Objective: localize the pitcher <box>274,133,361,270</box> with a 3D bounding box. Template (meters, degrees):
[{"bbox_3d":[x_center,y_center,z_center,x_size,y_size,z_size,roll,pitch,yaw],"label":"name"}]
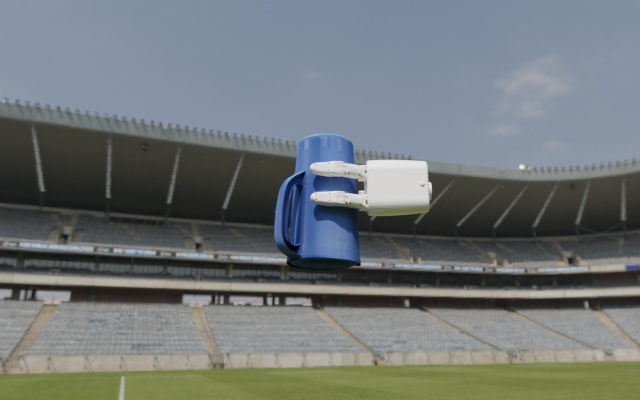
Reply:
[{"bbox_3d":[0.000,0.003,0.874,0.145,0.242,0.149,-1,-17,4],"label":"pitcher"}]
